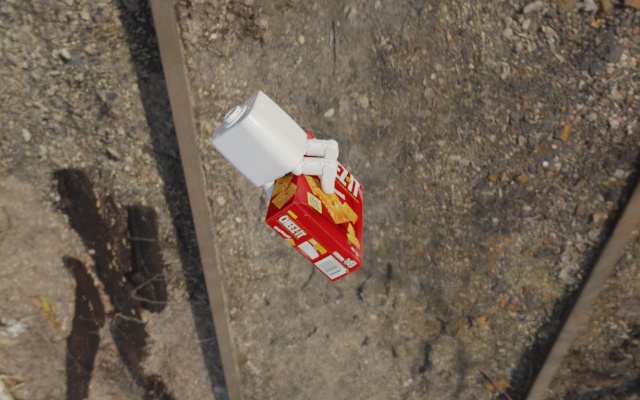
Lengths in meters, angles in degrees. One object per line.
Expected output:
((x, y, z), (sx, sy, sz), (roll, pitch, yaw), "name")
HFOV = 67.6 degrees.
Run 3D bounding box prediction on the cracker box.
((0.000, 0.003, 0.802), (0.072, 0.164, 0.213), (-32, 29, 27), "cracker box")
